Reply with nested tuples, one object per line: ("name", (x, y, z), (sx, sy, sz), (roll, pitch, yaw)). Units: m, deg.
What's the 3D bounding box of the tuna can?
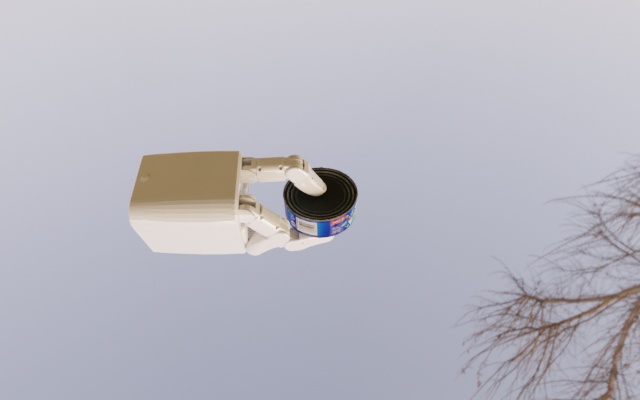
("tuna can", (0.000, 0.002, 0.557), (0.086, 0.086, 0.034), (0, -44, 1))
